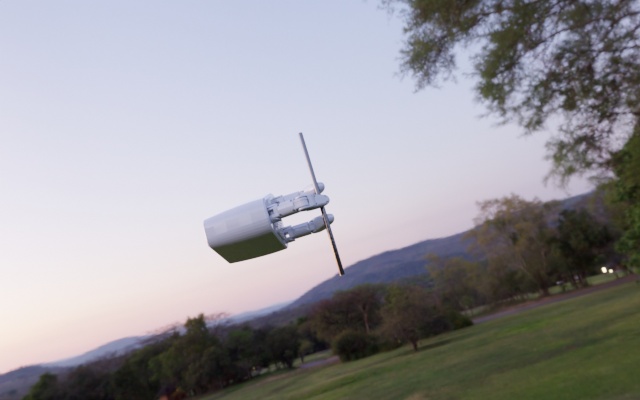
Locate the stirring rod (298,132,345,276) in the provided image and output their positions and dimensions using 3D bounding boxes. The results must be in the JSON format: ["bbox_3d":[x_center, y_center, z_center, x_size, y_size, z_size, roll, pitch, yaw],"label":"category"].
[{"bbox_3d":[0.000,0.003,0.761,0.011,0.239,0.011,-16,-11,-3],"label":"stirring rod"}]
